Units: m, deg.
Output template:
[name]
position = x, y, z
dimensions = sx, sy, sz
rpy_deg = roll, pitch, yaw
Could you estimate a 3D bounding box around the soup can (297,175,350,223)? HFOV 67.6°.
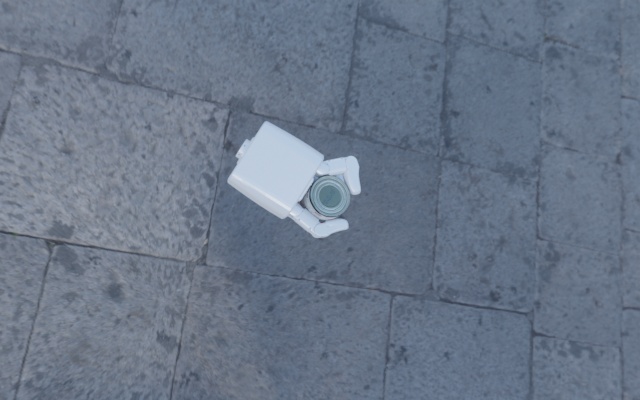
[soup can]
position = 0.001, 0.003, 0.774
dimensions = 0.068, 0.068, 0.102
rpy_deg = 0, -11, -18
